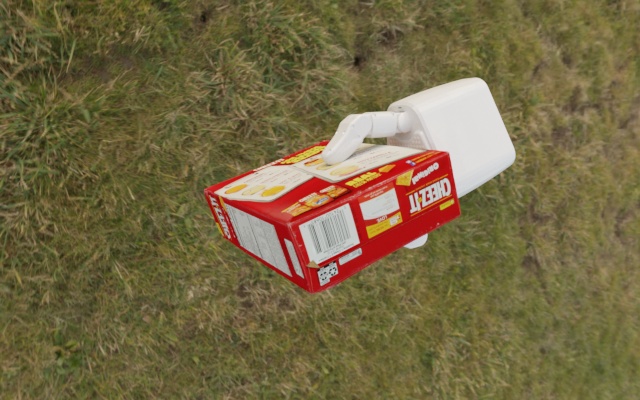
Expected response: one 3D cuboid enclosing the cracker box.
[{"bbox_3d":[0.000,0.001,0.473,0.164,0.072,0.213,-25,19,-25],"label":"cracker box"}]
